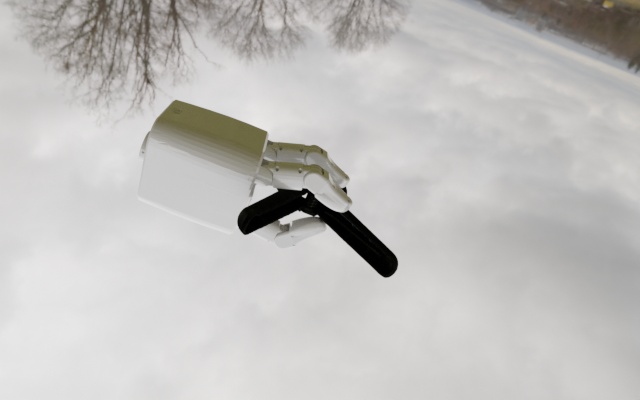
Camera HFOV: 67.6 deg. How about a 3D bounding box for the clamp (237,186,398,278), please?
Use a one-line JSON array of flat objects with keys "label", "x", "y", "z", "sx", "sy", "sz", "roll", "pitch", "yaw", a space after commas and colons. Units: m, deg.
[{"label": "clamp", "x": 0.000, "y": 0.002, "z": 0.525, "sx": 0.164, "sy": 0.036, "sz": 0.210, "roll": 23, "pitch": 25, "yaw": -12}]
